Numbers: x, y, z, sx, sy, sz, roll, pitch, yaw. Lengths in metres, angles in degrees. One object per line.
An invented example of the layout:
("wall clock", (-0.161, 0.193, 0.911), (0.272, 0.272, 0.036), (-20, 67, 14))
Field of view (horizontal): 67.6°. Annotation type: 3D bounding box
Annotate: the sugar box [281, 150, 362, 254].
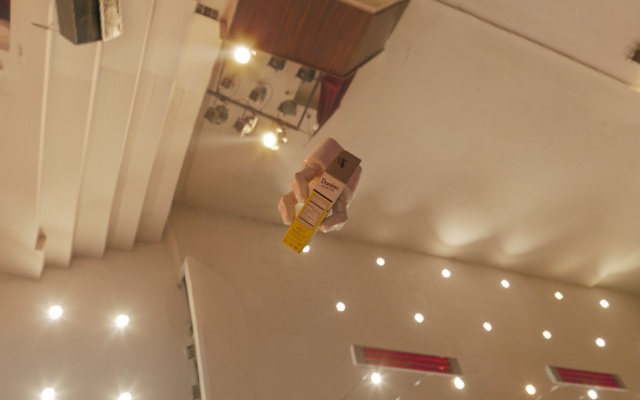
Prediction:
("sugar box", (0.000, 0.002, 0.812), (0.048, 0.176, 0.093), (32, 35, 3))
